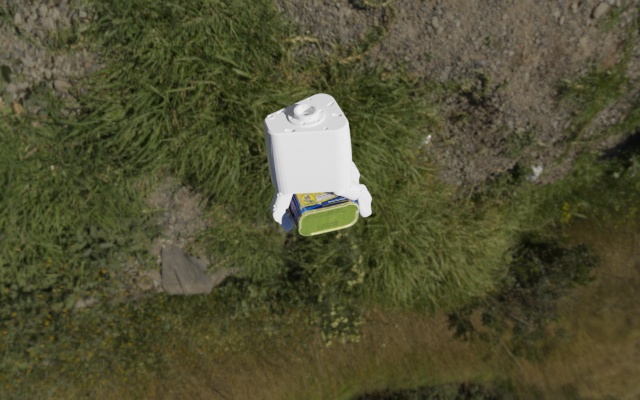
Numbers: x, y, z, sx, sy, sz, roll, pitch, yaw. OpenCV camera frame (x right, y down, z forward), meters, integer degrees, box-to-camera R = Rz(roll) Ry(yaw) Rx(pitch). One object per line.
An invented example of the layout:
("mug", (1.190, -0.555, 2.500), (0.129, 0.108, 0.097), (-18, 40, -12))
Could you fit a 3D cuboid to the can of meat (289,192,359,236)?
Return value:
("can of meat", (0.000, 0.003, 0.741), (0.102, 0.057, 0.084), (-13, 46, -13))
